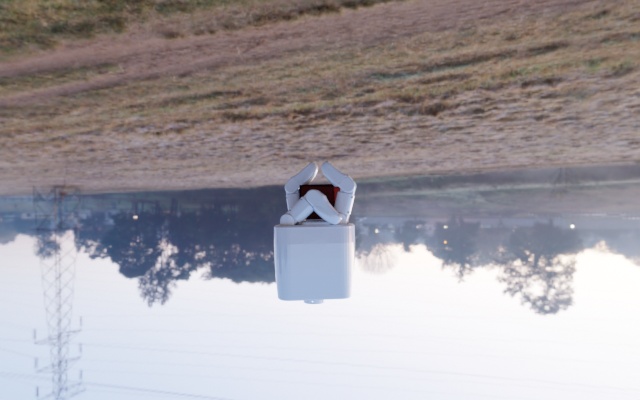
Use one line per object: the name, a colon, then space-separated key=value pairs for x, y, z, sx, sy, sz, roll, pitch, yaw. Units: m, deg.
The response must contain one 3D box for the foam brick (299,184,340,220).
foam brick: x=0.000 y=0.002 z=0.727 sx=0.053 sy=0.051 sz=0.078 roll=-1 pitch=0 yaw=10
